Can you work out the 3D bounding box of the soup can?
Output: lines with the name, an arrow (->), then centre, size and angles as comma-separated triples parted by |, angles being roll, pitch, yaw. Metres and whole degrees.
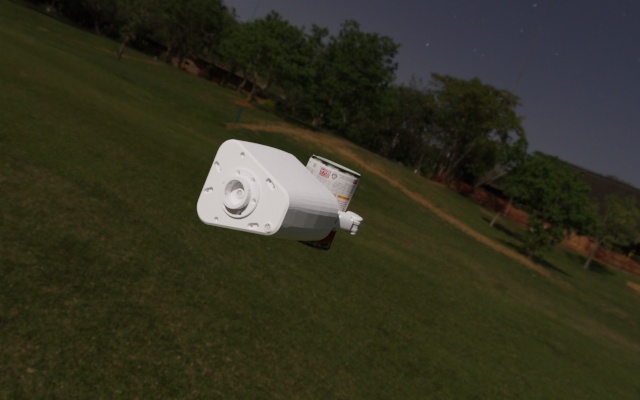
soup can -> 0.001, 0.002, 0.598 | 0.068, 0.102, 0.068 | 23, 7, -3
